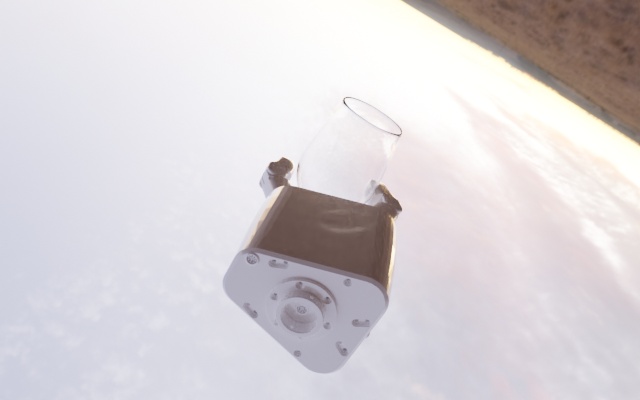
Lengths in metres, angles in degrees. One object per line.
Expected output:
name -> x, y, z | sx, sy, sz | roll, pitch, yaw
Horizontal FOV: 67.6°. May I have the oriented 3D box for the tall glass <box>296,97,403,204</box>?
tall glass -> 0.000, 0.002, 0.466 | 0.079, 0.201, 0.079 | 25, 25, -13
